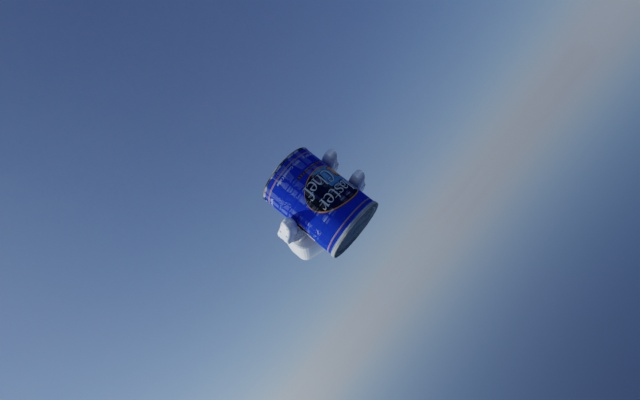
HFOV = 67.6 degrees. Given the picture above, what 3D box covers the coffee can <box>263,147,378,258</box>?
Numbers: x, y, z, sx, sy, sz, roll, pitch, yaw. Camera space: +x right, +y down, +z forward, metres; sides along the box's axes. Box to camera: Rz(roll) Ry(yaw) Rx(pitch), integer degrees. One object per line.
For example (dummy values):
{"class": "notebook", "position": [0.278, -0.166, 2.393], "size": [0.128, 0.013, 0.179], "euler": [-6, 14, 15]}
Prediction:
{"class": "coffee can", "position": [0.000, 0.002, 0.713], "size": [0.140, 0.103, 0.103], "euler": [39, 10, 13]}
